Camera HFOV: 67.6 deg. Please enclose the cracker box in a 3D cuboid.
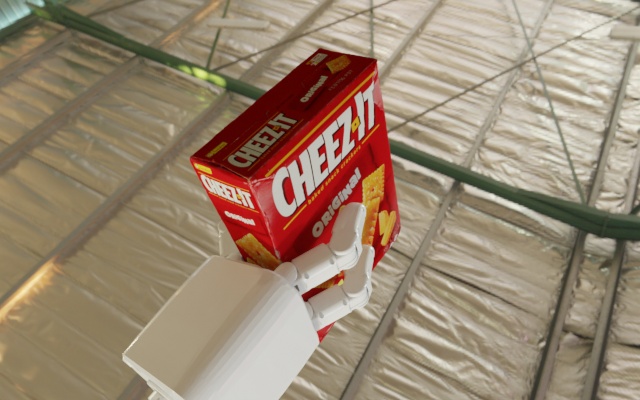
[{"bbox_3d":[0.000,0.001,0.434,0.072,0.214,0.164,20,54,33],"label":"cracker box"}]
